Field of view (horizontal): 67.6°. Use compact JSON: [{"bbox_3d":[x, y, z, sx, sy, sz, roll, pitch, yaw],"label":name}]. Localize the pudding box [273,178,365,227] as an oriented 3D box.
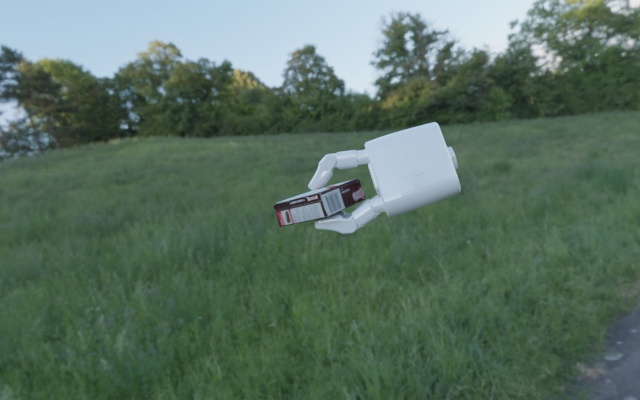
[{"bbox_3d":[0.000,0.002,0.707,0.090,0.039,0.113,-14,3,36],"label":"pudding box"}]
